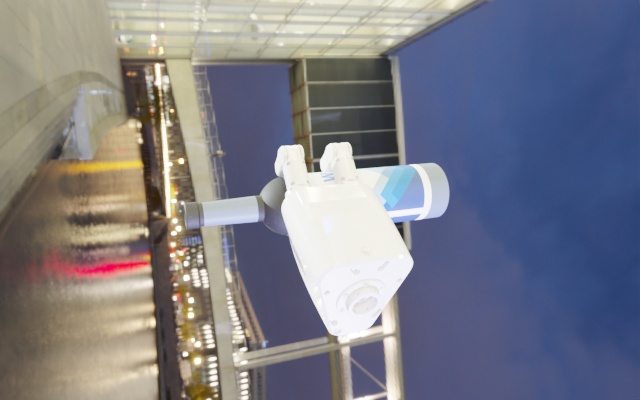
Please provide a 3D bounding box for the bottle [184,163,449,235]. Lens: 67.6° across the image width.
[{"bbox_3d":[0.000,0.002,0.536,0.296,0.069,0.069,-6,2,-19],"label":"bottle"}]
